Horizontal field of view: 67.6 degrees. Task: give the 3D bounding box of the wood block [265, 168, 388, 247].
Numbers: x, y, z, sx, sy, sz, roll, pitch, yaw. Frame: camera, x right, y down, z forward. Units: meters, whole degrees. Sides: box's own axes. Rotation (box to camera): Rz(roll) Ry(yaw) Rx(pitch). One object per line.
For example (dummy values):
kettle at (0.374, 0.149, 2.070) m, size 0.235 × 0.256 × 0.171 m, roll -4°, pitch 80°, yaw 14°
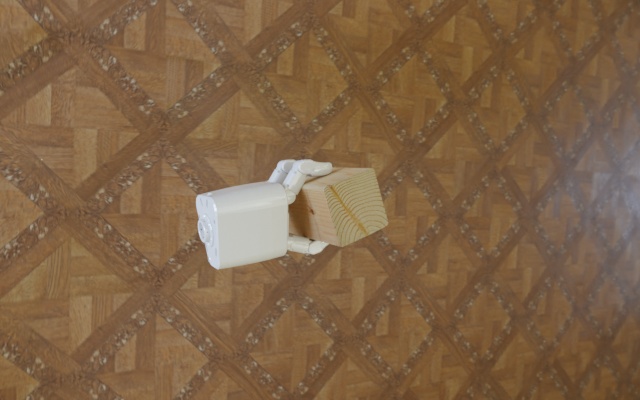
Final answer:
wood block at (0.000, 0.003, 0.751) m, size 0.090 × 0.091 × 0.206 m, roll -23°, pitch 15°, yaw -27°
